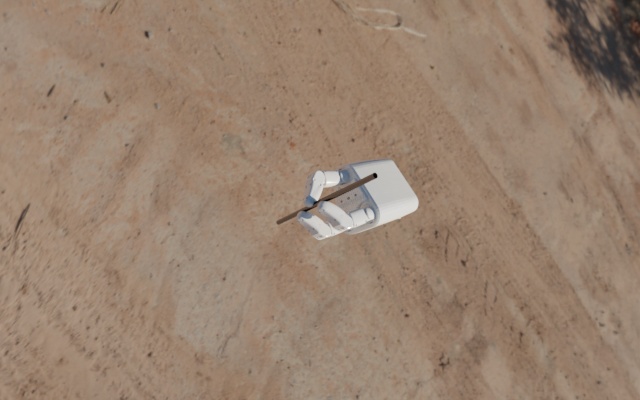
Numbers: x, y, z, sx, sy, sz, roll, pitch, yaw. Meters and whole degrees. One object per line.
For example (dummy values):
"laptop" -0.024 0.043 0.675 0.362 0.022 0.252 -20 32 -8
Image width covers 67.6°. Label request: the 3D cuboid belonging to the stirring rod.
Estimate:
"stirring rod" 0.000 0.002 0.702 0.011 0.011 0.239 0 -17 -37
